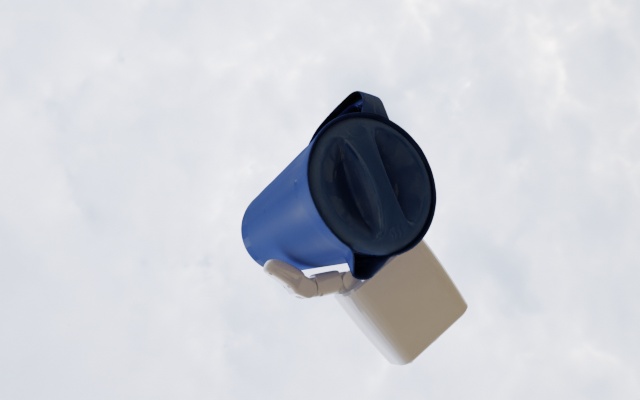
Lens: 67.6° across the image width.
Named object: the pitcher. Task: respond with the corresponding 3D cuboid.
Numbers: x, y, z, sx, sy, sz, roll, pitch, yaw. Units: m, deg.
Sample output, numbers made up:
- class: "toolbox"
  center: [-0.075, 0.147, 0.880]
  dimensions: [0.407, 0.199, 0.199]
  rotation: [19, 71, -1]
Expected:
- class: "pitcher"
  center: [0.000, 0.002, 0.519]
  dimensions: [0.149, 0.145, 0.243]
  rotation: [-40, 6, -30]
